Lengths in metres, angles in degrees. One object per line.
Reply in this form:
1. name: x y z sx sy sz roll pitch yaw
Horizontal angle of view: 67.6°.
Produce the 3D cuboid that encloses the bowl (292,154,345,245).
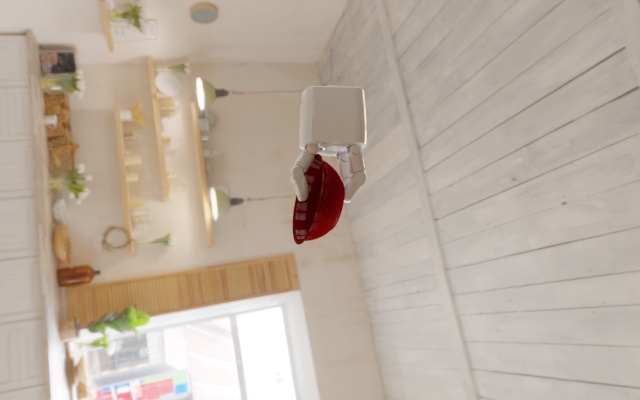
1. bowl: 0.000 0.004 0.836 0.055 0.162 0.162 13 -4 -16
